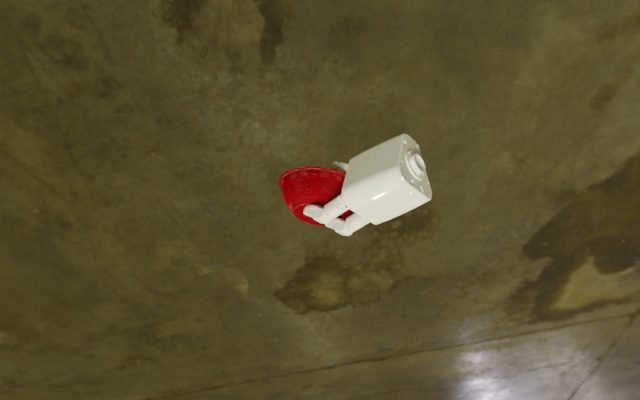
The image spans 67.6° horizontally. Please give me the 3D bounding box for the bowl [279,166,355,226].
[{"bbox_3d":[-0.001,0.004,0.850,0.162,0.055,0.162,8,-25,4],"label":"bowl"}]
